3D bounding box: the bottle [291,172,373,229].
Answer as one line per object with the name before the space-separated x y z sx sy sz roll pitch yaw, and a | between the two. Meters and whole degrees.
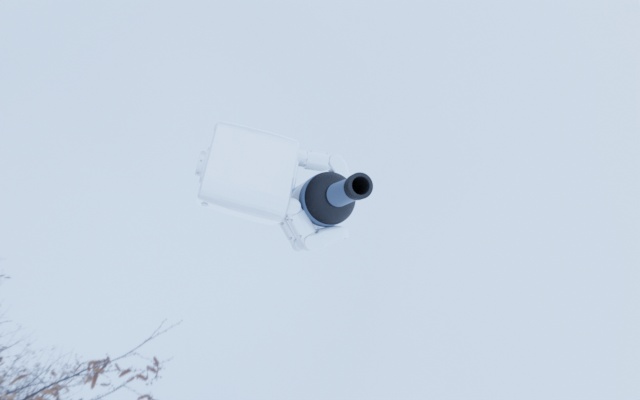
bottle | 0.000 0.002 0.618 0.069 0.069 0.296 0 -7 -16
